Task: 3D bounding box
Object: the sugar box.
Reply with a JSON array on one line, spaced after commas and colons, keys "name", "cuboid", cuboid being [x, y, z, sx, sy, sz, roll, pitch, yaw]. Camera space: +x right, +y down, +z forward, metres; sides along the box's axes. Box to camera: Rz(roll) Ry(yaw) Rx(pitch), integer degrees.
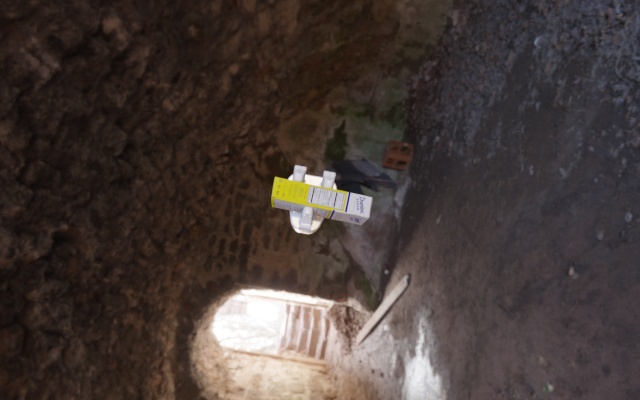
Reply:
[{"name": "sugar box", "cuboid": [0.000, 0.002, 0.872, 0.176, 0.048, 0.093, 10, -11, -2]}]
